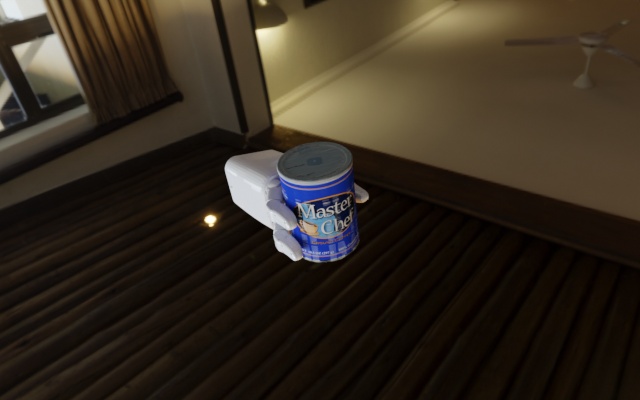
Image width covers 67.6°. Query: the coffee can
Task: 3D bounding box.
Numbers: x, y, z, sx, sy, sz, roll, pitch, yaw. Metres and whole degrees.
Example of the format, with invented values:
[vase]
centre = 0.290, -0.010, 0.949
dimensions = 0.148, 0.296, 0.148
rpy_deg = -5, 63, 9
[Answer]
[coffee can]
centre = 0.000, 0.002, 0.679
dimensions = 0.103, 0.140, 0.102
rpy_deg = -6, 35, 4
